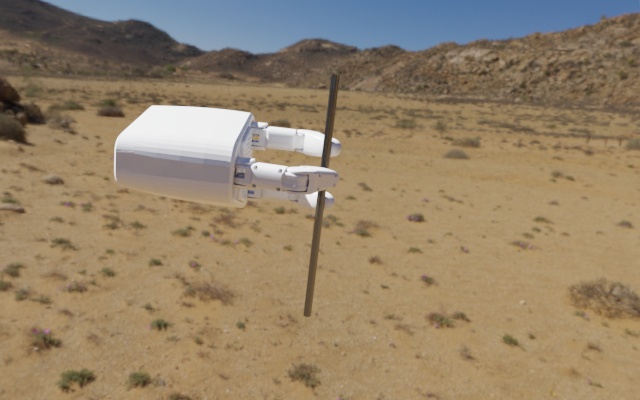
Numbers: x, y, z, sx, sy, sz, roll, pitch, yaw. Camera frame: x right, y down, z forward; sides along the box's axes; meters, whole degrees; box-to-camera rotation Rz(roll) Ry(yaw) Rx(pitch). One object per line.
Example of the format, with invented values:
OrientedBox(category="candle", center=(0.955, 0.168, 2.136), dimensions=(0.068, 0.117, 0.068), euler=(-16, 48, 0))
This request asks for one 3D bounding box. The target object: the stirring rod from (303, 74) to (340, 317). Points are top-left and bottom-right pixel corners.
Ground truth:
OrientedBox(category="stirring rod", center=(0.000, 0.002, 0.464), dimensions=(0.011, 0.239, 0.011), euler=(6, 13, -1))
